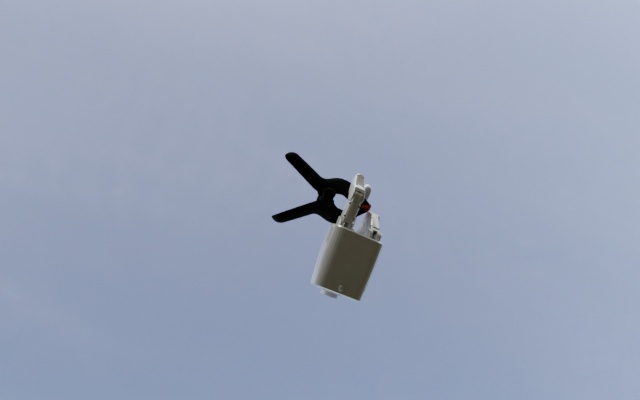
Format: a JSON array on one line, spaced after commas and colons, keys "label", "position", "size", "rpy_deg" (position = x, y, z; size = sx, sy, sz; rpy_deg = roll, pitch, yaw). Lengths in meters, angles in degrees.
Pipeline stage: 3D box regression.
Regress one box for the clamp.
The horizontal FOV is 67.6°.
[{"label": "clamp", "position": [0.000, 0.003, 0.810], "size": [0.171, 0.120, 0.039], "rpy_deg": [23, -8, -13]}]
